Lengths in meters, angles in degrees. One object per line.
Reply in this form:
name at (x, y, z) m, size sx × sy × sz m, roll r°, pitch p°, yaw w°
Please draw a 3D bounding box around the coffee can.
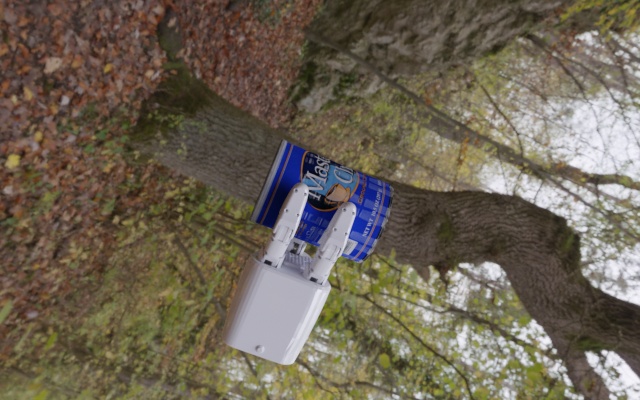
coffee can at (0.000, 0.002, 0.564) m, size 0.140 × 0.103 × 0.103 m, roll 22°, pitch -3°, yaw -8°
